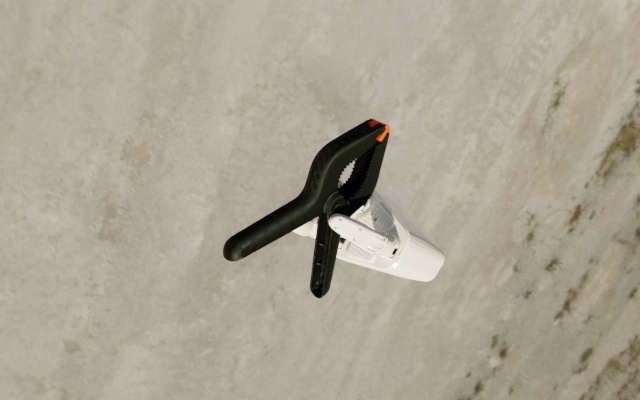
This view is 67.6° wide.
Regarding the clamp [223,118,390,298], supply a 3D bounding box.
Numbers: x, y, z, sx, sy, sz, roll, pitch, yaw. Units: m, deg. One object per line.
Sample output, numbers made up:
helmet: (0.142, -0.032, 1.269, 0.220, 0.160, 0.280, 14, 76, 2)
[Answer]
clamp: (0.001, 0.002, 0.501, 0.036, 0.210, 0.164, 34, 6, 41)
